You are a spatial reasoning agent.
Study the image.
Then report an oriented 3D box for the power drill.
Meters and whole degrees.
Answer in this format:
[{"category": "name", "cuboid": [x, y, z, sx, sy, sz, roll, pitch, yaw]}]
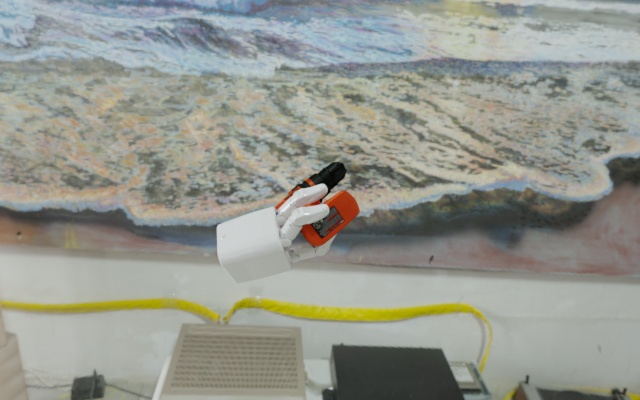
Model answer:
[{"category": "power drill", "cuboid": [0.000, 0.003, 0.874, 0.184, 0.057, 0.187, -41, 21, -7]}]
